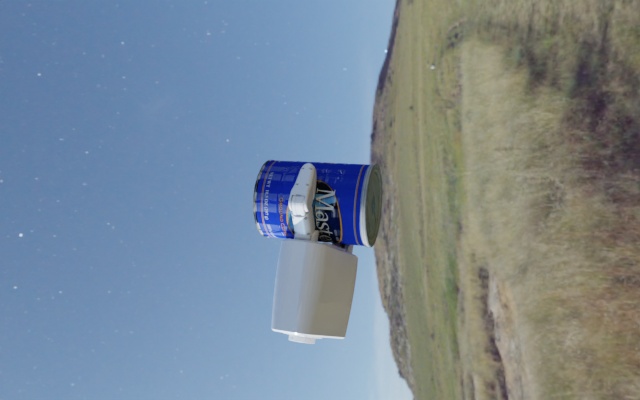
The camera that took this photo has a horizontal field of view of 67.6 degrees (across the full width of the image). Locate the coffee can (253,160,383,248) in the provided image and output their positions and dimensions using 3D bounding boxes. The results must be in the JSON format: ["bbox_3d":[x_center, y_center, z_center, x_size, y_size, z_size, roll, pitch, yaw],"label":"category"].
[{"bbox_3d":[0.000,0.002,0.605,0.140,0.103,0.103,4,1,17],"label":"coffee can"}]
